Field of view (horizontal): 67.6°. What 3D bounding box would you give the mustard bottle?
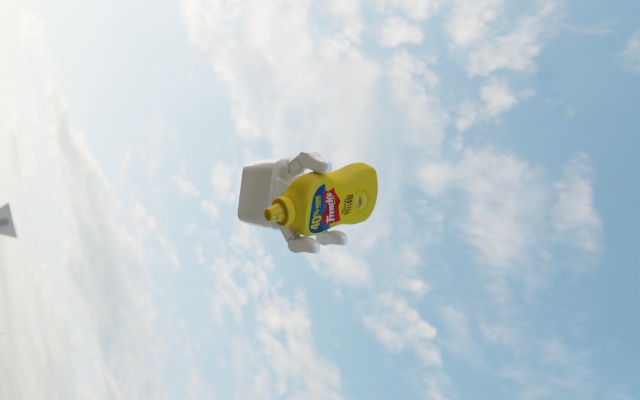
[{"bbox_3d":[0.001,0.002,0.708,0.191,0.096,0.058,-13,33,-38],"label":"mustard bottle"}]
